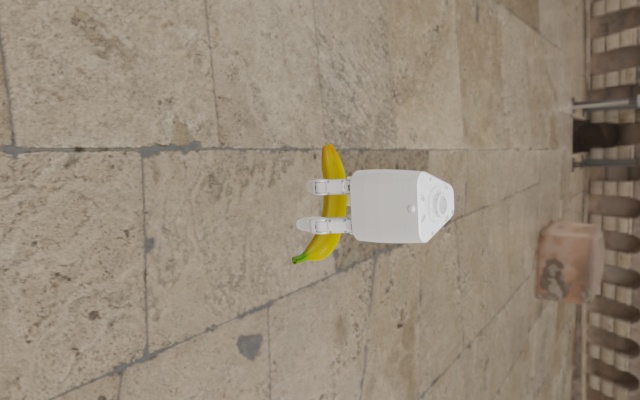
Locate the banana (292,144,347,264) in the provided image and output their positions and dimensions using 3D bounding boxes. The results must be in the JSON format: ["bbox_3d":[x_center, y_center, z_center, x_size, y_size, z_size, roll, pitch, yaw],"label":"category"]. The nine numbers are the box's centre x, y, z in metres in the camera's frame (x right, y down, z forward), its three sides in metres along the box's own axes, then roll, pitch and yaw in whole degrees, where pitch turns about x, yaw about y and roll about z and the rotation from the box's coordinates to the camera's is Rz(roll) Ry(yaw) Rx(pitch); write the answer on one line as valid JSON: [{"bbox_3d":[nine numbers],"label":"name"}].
[{"bbox_3d":[0.012,0.012,0.752,0.037,0.197,0.070,0,-19,44],"label":"banana"}]
